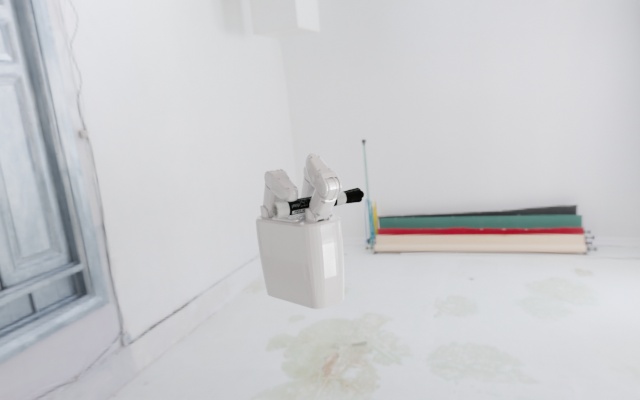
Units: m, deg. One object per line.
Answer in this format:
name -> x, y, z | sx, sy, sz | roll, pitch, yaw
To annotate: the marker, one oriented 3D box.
marker -> 0.000, 0.002, 0.573 | 0.121, 0.020, 0.020 | -11, 5, -28
